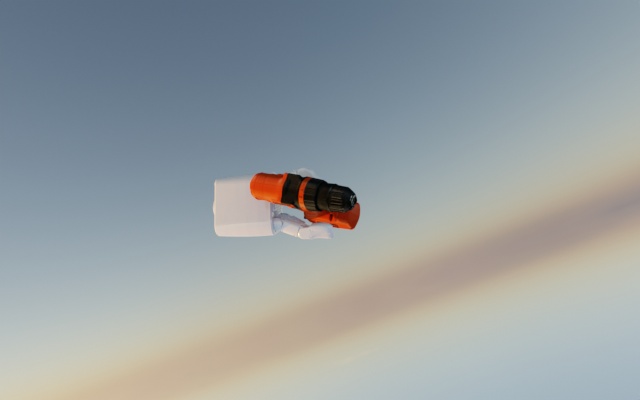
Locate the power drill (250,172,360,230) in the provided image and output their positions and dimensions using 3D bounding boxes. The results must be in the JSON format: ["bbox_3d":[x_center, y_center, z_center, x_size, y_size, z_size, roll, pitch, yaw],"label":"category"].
[{"bbox_3d":[0.000,0.003,0.801,0.184,0.057,0.188,11,-10,28],"label":"power drill"}]
